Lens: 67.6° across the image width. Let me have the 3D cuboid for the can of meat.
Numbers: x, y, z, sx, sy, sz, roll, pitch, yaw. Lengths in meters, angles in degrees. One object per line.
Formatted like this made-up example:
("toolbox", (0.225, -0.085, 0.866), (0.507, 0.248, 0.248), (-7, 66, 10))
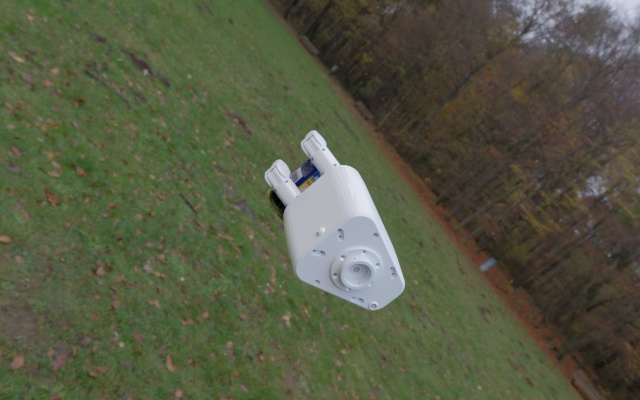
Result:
("can of meat", (0.000, 0.002, 0.582), (0.084, 0.102, 0.057), (-40, 21, 12))
